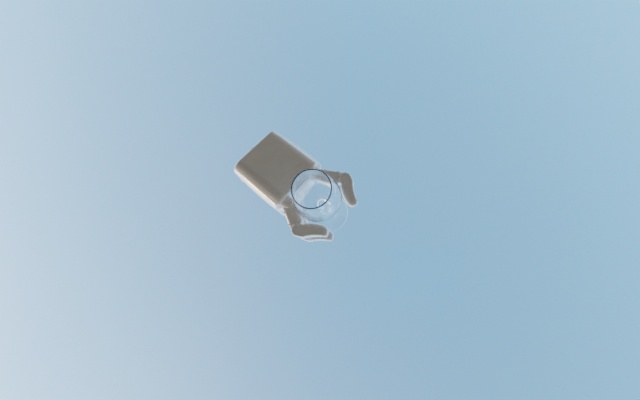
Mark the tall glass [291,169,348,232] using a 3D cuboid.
[{"bbox_3d":[0.000,0.003,0.799,0.079,0.079,0.201,0,-12,8],"label":"tall glass"}]
